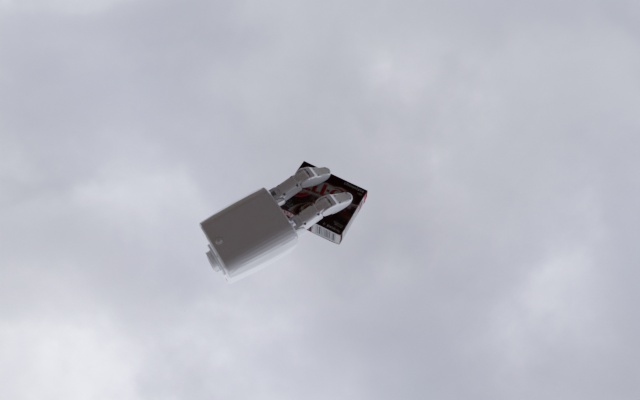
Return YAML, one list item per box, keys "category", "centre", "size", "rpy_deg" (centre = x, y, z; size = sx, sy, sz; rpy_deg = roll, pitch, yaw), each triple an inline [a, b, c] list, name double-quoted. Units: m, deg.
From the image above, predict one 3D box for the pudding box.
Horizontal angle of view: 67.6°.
- category: "pudding box"
  centre: [0.000, 0.002, 0.710]
  size: [0.113, 0.090, 0.039]
  rpy_deg: [27, -30, 11]
